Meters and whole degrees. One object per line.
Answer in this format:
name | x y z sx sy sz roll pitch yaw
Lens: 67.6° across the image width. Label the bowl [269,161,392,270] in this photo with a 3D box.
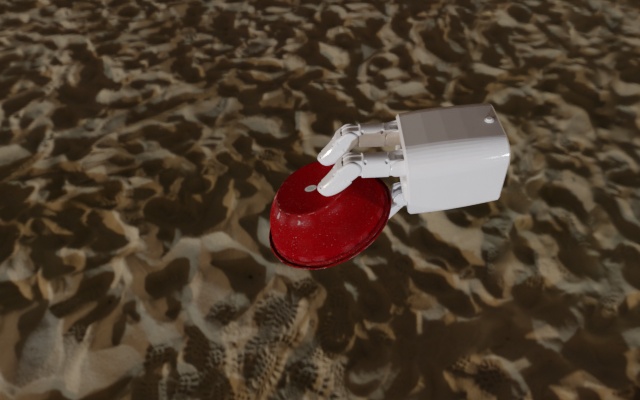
bowl | -0.001 0.002 0.571 0.162 0.162 0.055 0 -43 31
